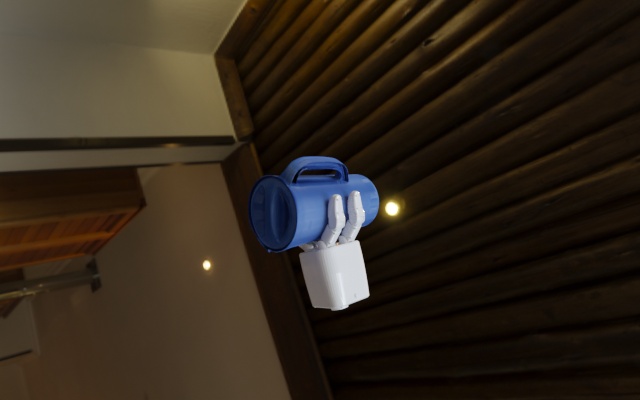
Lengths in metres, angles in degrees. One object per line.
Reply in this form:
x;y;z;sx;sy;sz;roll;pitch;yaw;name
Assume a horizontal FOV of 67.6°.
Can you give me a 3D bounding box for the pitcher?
0.000;0.003;0.890;0.243;0.145;0.149;-9;-7;-44;pitcher
